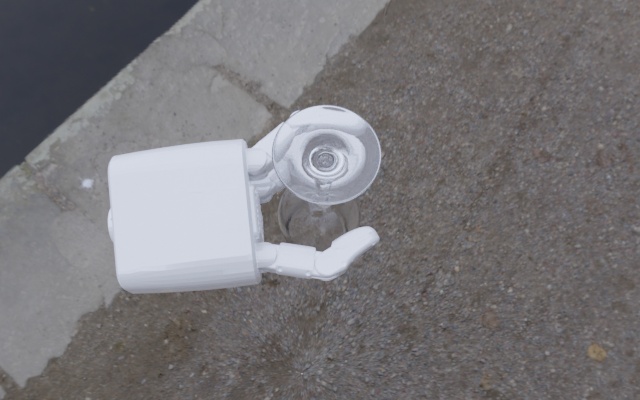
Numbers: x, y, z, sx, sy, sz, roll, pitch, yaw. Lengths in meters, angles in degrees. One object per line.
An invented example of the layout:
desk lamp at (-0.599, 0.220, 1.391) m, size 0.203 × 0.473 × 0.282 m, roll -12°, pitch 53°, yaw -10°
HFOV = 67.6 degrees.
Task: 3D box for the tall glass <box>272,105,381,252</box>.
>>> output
tall glass at (0.000, 0.001, 0.415) m, size 0.079 × 0.079 × 0.201 m, roll 0°, pitch -20°, yaw -2°
